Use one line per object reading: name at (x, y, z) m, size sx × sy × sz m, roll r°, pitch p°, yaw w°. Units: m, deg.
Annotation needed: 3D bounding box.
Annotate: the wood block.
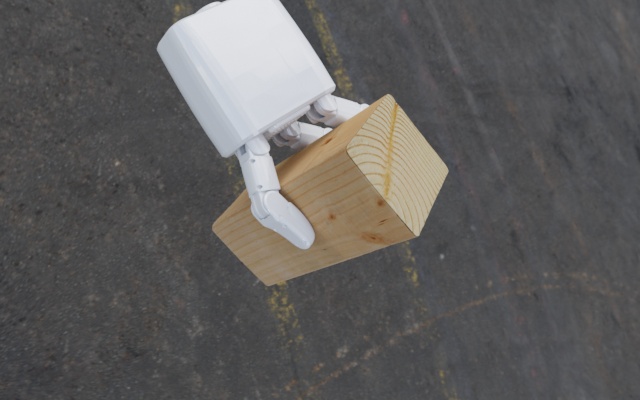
wood block at (0.000, 0.001, 0.448) m, size 0.206 × 0.090 × 0.090 m, roll -26°, pitch 20°, yaw 46°
